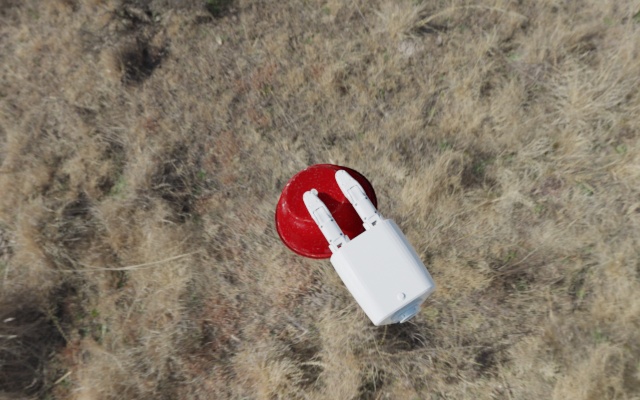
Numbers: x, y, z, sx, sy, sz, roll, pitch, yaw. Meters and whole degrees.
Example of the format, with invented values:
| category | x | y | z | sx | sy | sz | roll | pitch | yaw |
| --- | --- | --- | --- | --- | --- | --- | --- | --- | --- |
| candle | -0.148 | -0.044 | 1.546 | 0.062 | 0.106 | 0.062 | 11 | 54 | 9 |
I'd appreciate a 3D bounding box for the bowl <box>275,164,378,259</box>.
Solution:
| category | x | y | z | sx | sy | sz | roll | pitch | yaw |
| --- | --- | --- | --- | --- | --- | --- | --- | --- | --- |
| bowl | -0.001 | 0.001 | 0.706 | 0.162 | 0.162 | 0.055 | 0 | -29 | 18 |
